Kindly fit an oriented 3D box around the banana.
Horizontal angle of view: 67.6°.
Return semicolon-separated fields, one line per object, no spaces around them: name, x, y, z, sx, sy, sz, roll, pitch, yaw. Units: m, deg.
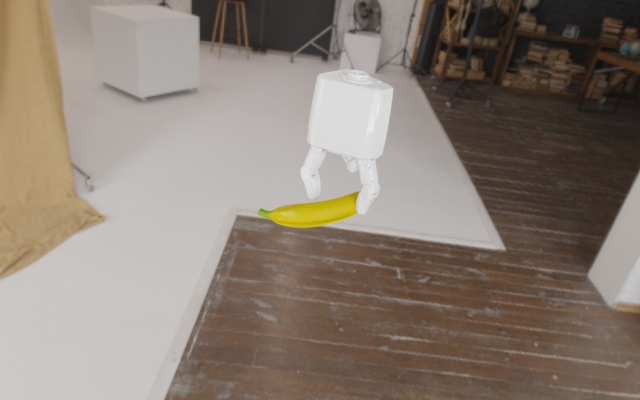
banana;0.005;0.012;0.761;0.198;0.037;0.069;-7;32;-26
